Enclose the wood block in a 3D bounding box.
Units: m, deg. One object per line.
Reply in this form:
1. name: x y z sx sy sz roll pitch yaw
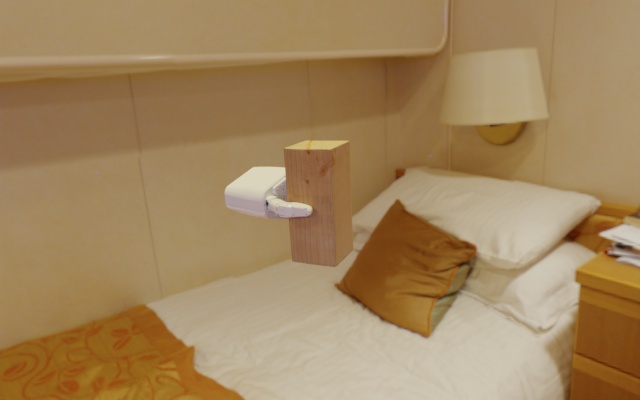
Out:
1. wood block: 0.000 0.003 0.851 0.090 0.206 0.091 4 17 25
